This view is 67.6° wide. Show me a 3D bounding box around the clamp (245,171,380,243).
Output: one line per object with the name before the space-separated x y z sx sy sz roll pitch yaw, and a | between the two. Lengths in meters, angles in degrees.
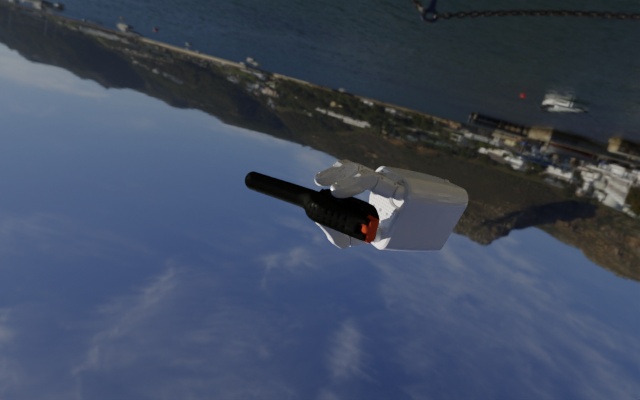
clamp | 0.000 0.003 0.623 0.164 0.036 0.210 4 16 -25
